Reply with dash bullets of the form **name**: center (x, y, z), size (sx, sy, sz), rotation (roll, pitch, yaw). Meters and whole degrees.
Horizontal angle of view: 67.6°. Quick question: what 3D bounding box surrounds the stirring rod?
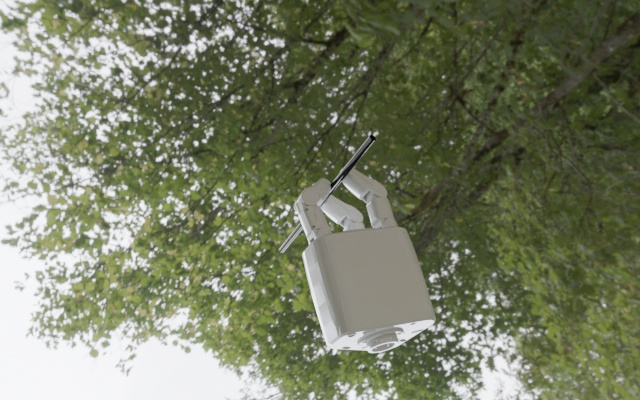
- **stirring rod**: center (0.000, 0.002, 0.585), size (0.011, 0.011, 0.240), rotation (0, -34, -33)
